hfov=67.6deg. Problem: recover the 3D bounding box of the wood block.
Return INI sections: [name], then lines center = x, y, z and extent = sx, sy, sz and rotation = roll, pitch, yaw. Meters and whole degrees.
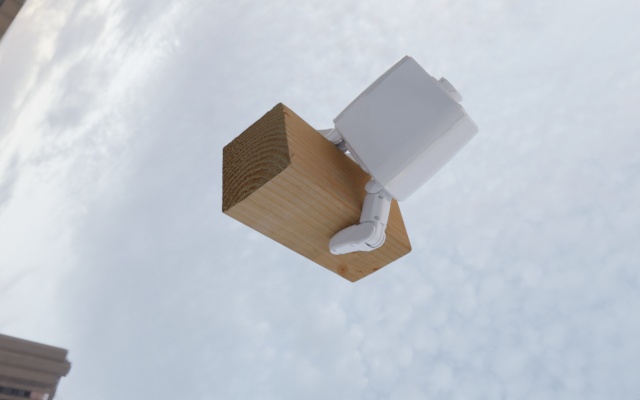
[wood block]
center = 0.001, 0.002, 0.518
extent = 0.090, 0.090, 0.206
rotation = -33, -45, 25
